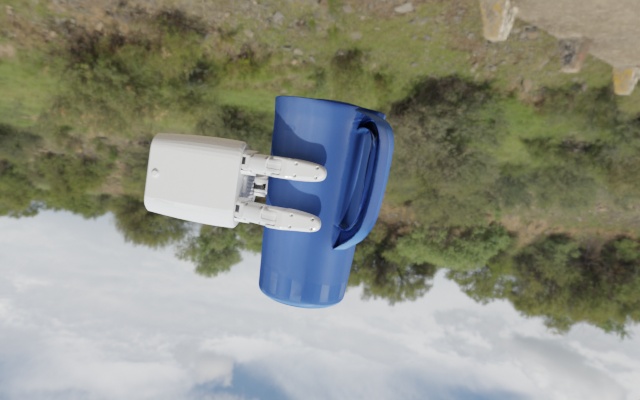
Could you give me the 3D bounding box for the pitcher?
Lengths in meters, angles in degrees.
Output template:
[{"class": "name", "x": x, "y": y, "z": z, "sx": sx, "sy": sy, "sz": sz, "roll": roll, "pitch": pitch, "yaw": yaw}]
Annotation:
[{"class": "pitcher", "x": 0.000, "y": 0.002, "z": 0.572, "sx": 0.145, "sy": 0.243, "sz": 0.149, "roll": 9, "pitch": 6, "yaw": 5}]
